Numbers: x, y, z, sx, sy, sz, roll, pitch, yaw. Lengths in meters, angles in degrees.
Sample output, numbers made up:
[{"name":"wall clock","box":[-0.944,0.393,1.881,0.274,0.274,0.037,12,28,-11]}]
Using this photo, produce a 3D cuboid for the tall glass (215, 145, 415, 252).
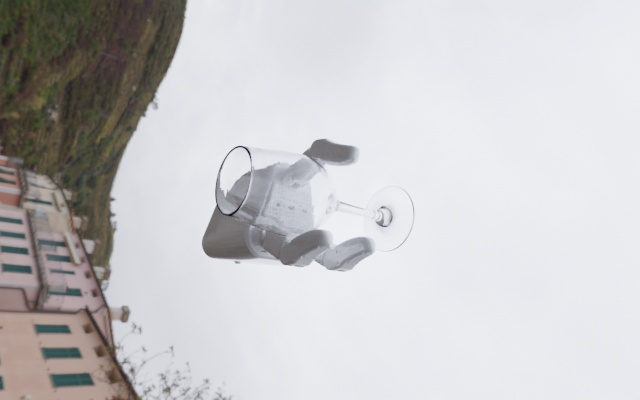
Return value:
[{"name":"tall glass","box":[0.001,0.002,0.469,0.201,0.079,0.079,14,-9,-39]}]
